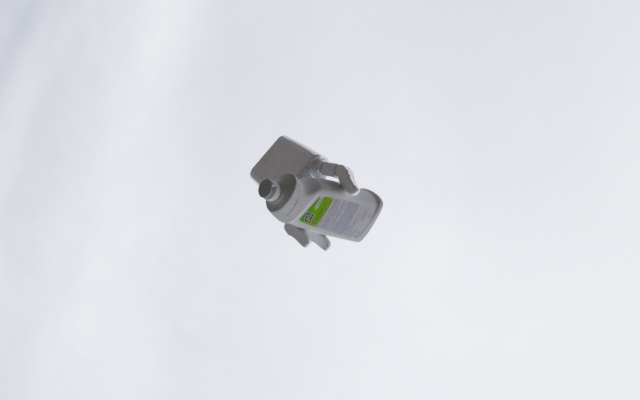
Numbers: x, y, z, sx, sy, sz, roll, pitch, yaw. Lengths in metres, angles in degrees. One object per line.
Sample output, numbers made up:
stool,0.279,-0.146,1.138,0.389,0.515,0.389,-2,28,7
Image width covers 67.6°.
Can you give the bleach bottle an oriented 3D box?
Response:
bleach bottle,0.000,0.003,0.788,0.068,0.102,0.251,35,10,40
